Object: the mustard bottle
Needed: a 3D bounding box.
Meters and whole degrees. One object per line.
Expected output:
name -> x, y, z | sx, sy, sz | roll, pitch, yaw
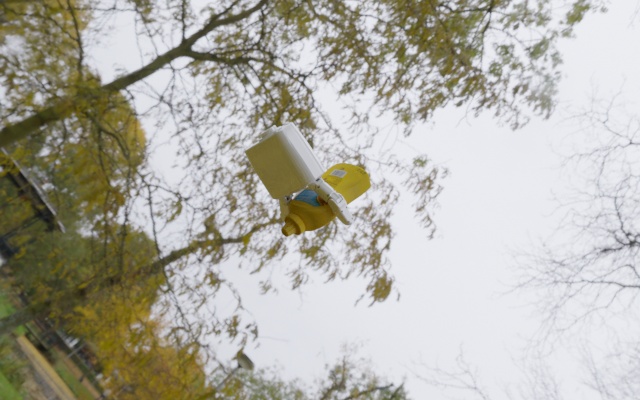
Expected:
mustard bottle -> 0.000, 0.003, 0.875 | 0.096, 0.058, 0.191 | 18, 47, 42
